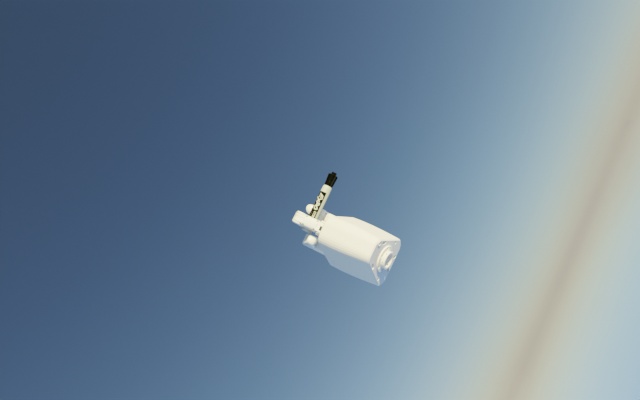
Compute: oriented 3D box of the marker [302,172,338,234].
[{"bbox_3d":[0.000,0.003,0.877,0.020,0.121,0.020,26,-6,3],"label":"marker"}]
